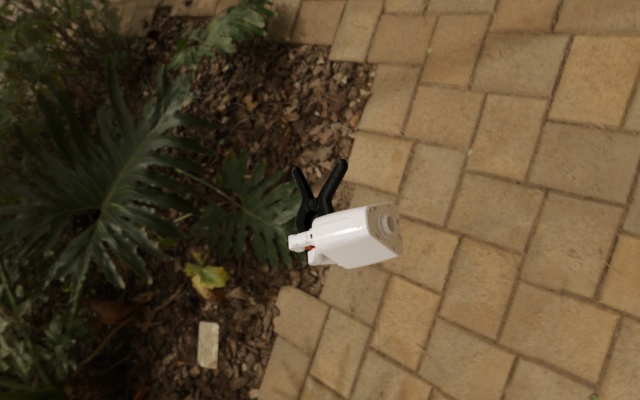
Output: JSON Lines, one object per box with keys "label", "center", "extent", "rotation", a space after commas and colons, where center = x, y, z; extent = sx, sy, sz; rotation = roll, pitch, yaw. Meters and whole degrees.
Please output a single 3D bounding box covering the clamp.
{"label": "clamp", "center": [0.000, 0.003, 0.865], "extent": [0.120, 0.171, 0.039], "rotation": [-18, -23, 37]}
